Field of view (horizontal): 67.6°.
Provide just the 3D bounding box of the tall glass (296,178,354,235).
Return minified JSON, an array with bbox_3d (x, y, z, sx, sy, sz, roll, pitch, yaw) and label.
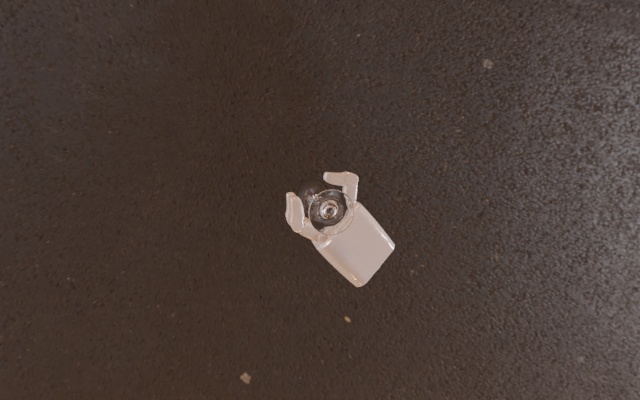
[{"bbox_3d":[0.000,0.003,0.853,0.079,0.079,0.201,0,10,-11],"label":"tall glass"}]
